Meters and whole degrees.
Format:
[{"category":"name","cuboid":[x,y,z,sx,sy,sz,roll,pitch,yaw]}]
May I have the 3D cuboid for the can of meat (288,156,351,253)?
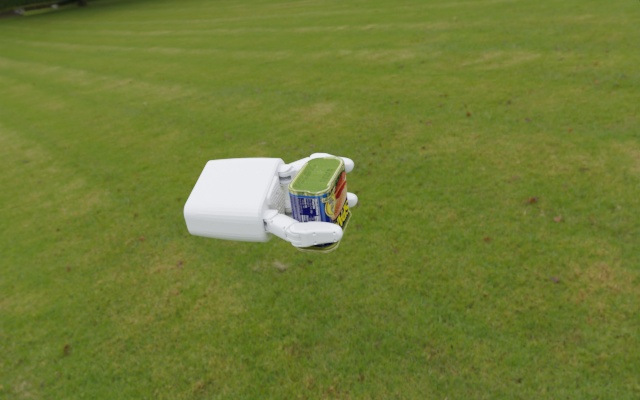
[{"category":"can of meat","cuboid":[0.000,0.002,0.599,0.057,0.084,0.102,3,31,18]}]
